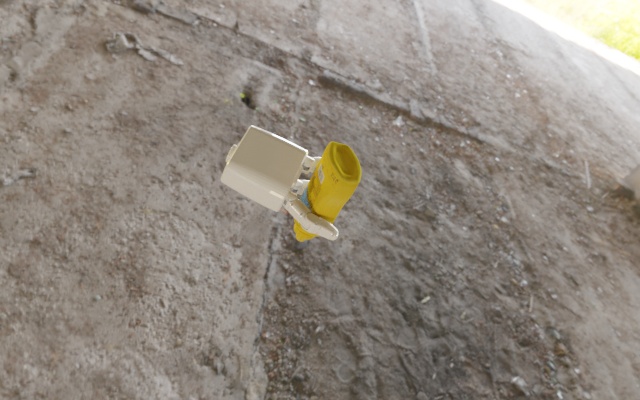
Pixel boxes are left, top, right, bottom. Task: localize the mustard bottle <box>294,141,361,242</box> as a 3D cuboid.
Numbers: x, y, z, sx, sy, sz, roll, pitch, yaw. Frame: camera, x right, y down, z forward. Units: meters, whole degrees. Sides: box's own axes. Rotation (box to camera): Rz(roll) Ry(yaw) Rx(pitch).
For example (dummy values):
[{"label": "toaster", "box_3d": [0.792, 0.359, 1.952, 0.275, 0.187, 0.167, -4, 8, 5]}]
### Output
[{"label": "mustard bottle", "box_3d": [0.001, 0.003, 0.789, 0.058, 0.096, 0.192, 10, -47, -23]}]
